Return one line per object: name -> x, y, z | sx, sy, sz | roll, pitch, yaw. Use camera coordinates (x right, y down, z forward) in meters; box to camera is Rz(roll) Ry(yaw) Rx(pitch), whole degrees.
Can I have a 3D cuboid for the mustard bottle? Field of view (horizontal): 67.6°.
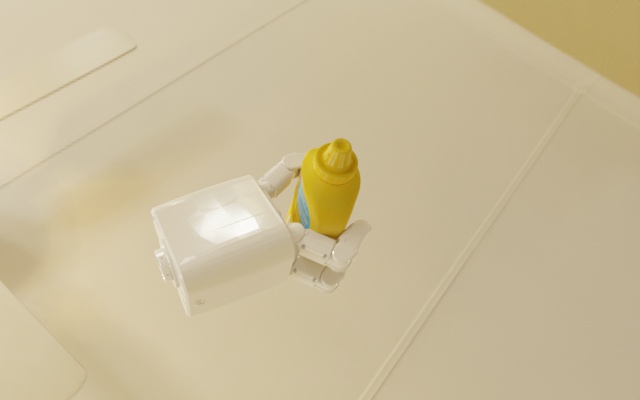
mustard bottle -> 0.000, 0.002, 0.497 | 0.058, 0.096, 0.192 | 3, -32, -11
